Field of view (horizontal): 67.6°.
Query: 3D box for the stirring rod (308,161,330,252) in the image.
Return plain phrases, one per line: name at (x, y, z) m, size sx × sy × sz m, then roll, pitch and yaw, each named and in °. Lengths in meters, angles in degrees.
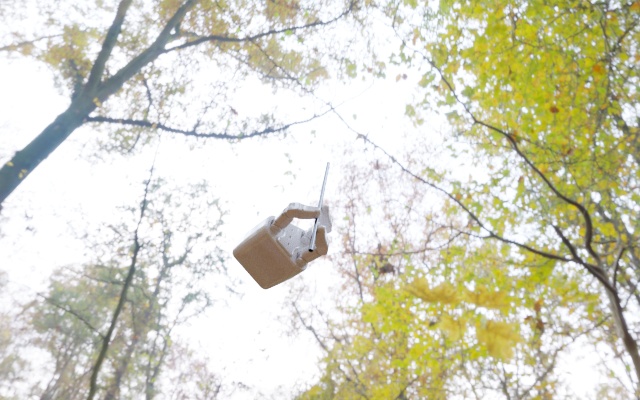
stirring rod at (0.000, 0.003, 0.854) m, size 0.011 × 0.011 × 0.239 m, roll 0°, pitch 40°, yaw 10°
